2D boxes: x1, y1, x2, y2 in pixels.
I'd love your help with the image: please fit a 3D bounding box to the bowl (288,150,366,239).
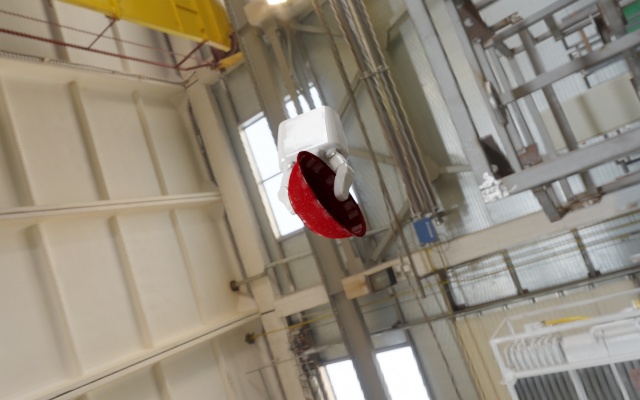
[{"bbox_3d":[0.000,0.003,0.735,0.055,0.162,0.162,-38,-14,18],"label":"bowl"}]
